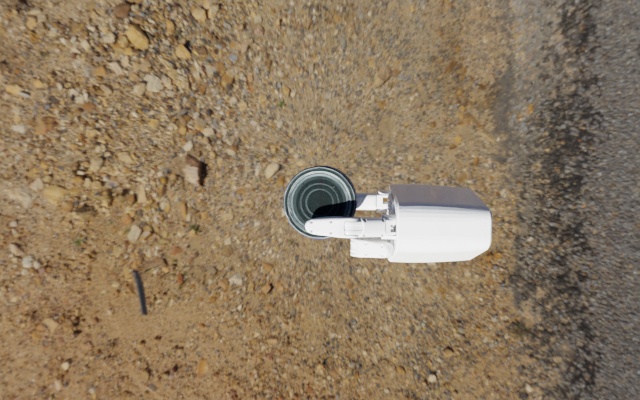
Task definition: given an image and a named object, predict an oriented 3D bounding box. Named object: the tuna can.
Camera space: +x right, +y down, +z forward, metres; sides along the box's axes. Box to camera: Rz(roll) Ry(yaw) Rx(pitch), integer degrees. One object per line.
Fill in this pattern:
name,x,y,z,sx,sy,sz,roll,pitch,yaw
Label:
tuna can,0.000,0.002,0.559,0.086,0.086,0.034,0,4,5
